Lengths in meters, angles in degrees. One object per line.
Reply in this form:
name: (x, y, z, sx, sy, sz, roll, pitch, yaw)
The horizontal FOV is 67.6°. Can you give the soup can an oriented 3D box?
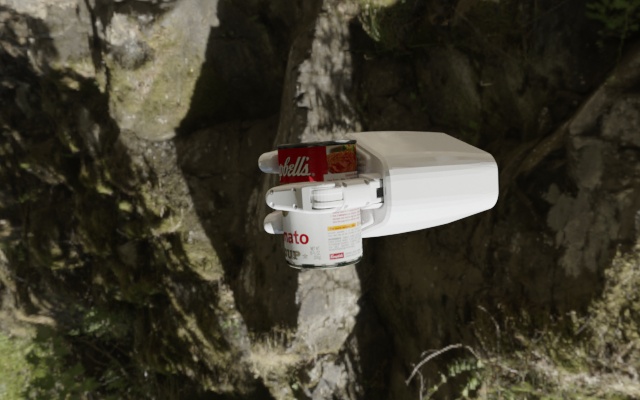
soup can: (0.000, 0.002, 0.408, 0.068, 0.102, 0.068, -4, 6, 0)
